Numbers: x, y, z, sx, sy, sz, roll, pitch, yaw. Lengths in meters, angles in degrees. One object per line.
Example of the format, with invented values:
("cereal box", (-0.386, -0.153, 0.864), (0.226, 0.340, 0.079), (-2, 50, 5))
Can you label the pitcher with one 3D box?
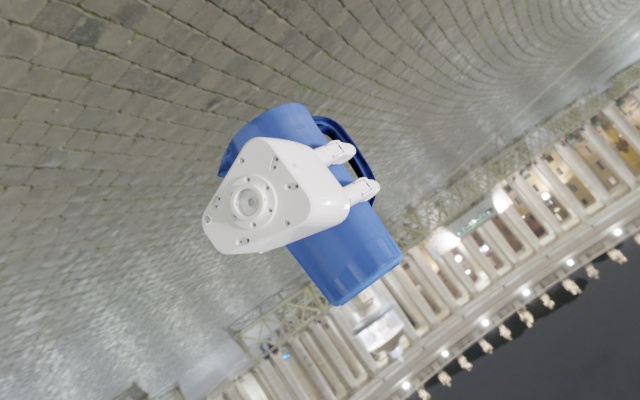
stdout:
("pitcher", (0.000, 0.002, 0.610), (0.149, 0.243, 0.145), (-39, -12, 13))
